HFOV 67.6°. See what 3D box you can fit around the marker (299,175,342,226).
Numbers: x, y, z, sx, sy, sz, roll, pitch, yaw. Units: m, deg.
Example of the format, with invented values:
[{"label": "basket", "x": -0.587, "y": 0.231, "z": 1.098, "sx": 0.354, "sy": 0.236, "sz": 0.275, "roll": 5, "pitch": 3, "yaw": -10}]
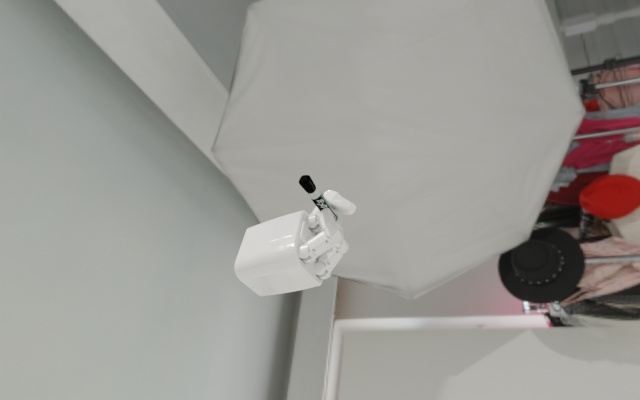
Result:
[{"label": "marker", "x": 0.000, "y": 0.002, "z": 0.712, "sx": 0.020, "sy": 0.020, "sz": 0.121, "roll": 0, "pitch": -34, "yaw": 30}]
